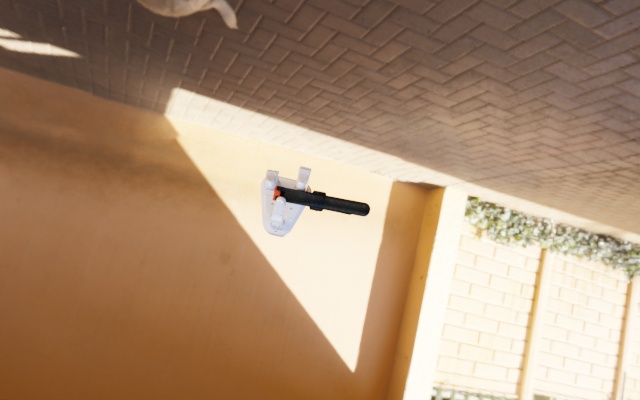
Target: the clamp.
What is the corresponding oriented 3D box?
[{"bbox_3d":[0.000,0.003,0.871,0.171,0.039,0.120,13,-8,-1],"label":"clamp"}]
